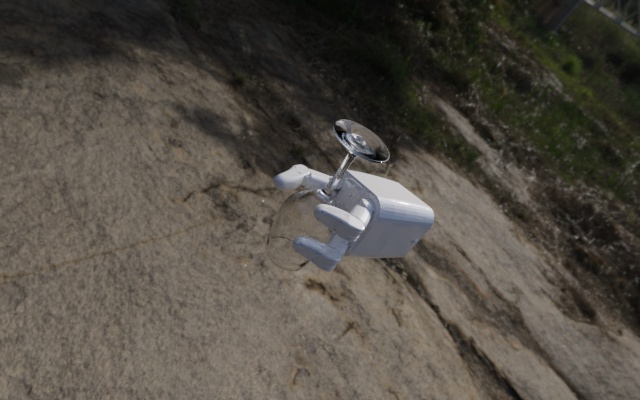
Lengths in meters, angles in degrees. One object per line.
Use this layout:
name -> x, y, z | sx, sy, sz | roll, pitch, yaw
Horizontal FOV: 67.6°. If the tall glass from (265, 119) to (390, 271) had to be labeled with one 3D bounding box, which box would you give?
tall glass -> 0.000, 0.001, 0.589 | 0.079, 0.079, 0.201 | 0, -44, -42
